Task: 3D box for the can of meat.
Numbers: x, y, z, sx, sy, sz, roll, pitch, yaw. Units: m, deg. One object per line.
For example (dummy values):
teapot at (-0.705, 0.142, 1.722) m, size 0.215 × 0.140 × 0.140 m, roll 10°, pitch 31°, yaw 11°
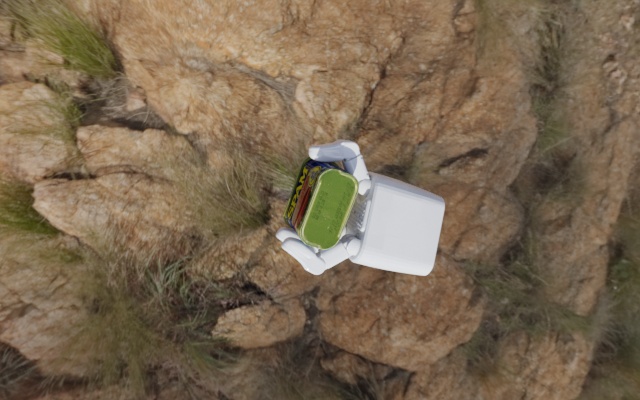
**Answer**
can of meat at (0.000, 0.002, 0.588) m, size 0.057 × 0.102 × 0.084 m, roll 17°, pitch 8°, yaw -19°
